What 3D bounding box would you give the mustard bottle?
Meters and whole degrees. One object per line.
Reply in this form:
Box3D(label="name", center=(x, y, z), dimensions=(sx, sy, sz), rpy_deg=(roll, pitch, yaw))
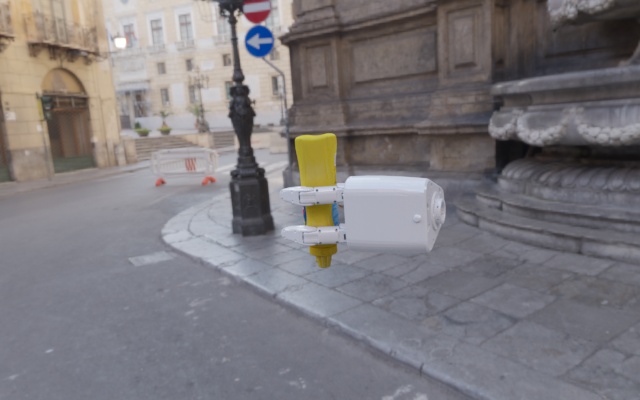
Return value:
Box3D(label="mustard bottle", center=(0.000, 0.002, 0.684), dimensions=(0.058, 0.191, 0.096), rpy_deg=(-4, 9, 2))
